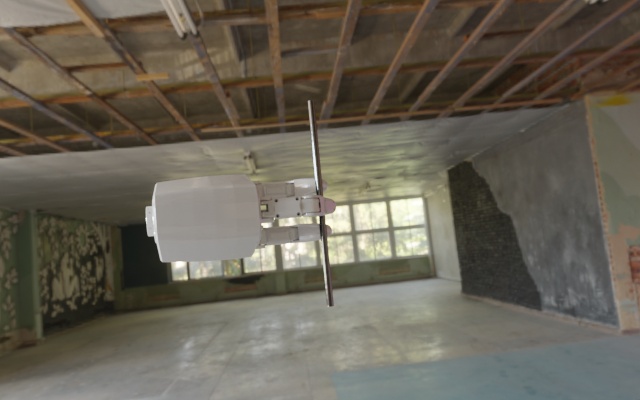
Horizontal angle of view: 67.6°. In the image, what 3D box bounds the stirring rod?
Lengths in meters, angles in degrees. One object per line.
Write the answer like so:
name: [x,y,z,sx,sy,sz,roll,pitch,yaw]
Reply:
stirring rod: [0.000,0.002,0.556,0.011,0.239,0.011,-5,-4,0]
